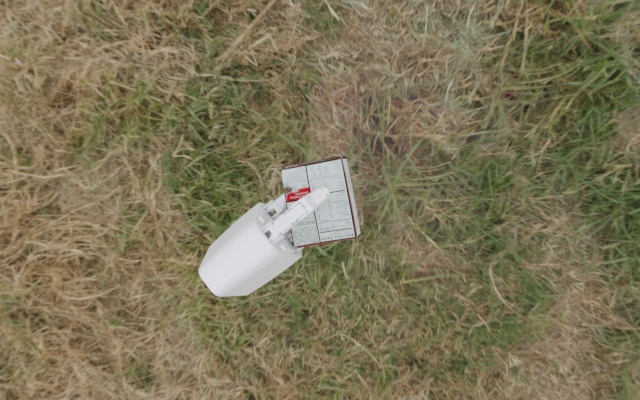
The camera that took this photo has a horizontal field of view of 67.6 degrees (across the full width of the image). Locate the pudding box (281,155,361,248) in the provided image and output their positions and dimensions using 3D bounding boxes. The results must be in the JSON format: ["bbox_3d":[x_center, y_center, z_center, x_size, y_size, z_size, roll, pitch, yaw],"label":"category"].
[{"bbox_3d":[0.000,0.002,0.647,0.090,0.113,0.039,-10,4,12],"label":"pudding box"}]
